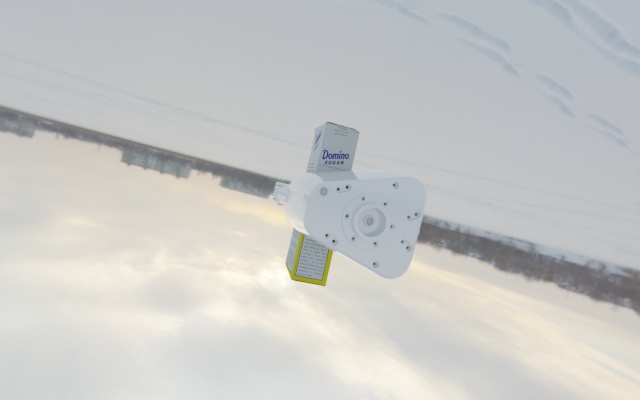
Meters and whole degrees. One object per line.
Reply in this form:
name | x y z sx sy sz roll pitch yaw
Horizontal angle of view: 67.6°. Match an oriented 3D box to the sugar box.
sugar box | 0.001 0.002 0.558 0.048 0.176 0.093 15 2 -9
